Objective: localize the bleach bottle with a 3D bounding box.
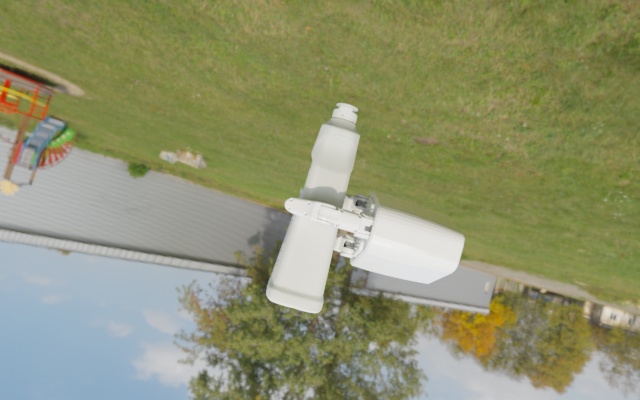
[{"bbox_3d":[0.000,0.002,0.585,0.068,0.251,0.102,16,-4,-5],"label":"bleach bottle"}]
